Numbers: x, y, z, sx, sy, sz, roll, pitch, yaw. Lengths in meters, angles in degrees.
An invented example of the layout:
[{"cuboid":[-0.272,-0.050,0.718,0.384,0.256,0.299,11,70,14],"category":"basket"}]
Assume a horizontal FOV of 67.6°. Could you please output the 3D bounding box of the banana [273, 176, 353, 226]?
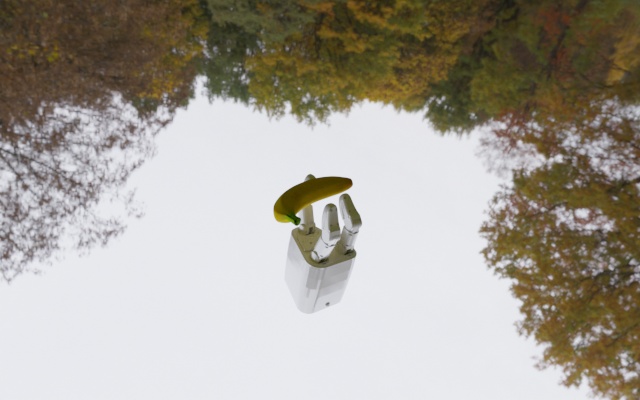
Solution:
[{"cuboid":[-0.018,-0.003,0.725,0.069,0.037,0.197,20,28,20],"category":"banana"}]
